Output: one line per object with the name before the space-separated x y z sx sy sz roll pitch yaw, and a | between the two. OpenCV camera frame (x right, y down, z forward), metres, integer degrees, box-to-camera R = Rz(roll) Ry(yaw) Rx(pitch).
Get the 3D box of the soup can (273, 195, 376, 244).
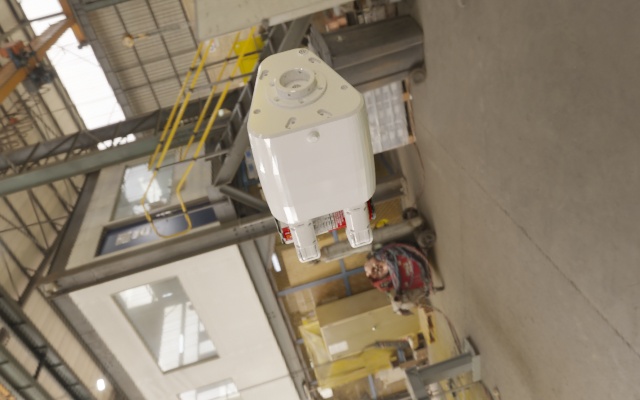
soup can | 0.000 0.002 0.511 0.102 0.068 0.068 -16 1 -3
